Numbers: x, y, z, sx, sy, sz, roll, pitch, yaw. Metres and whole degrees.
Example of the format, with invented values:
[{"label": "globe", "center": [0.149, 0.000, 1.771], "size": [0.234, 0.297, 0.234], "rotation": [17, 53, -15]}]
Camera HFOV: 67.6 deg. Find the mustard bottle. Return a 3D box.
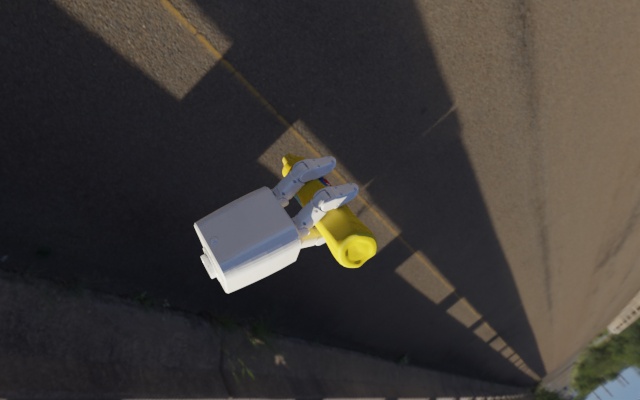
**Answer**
[{"label": "mustard bottle", "center": [0.001, 0.002, 0.663], "size": [0.058, 0.191, 0.096], "rotation": [-40, -31, 4]}]
